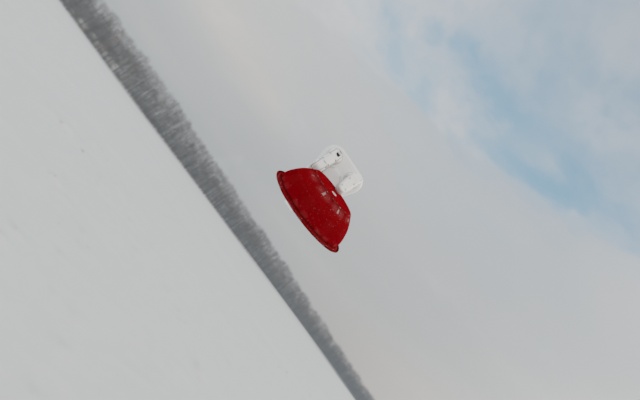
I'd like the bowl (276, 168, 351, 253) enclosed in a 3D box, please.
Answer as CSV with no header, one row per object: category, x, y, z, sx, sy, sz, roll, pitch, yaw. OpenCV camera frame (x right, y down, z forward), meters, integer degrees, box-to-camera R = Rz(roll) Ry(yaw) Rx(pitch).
bowl,0.000,0.003,0.764,0.055,0.162,0.162,-36,-8,11
